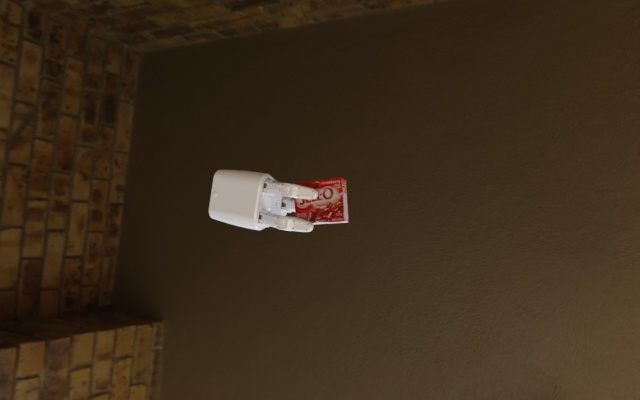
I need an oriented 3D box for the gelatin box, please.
[{"bbox_3d":[0.001,0.003,0.801,0.089,0.073,0.030,-5,-6,21],"label":"gelatin box"}]
